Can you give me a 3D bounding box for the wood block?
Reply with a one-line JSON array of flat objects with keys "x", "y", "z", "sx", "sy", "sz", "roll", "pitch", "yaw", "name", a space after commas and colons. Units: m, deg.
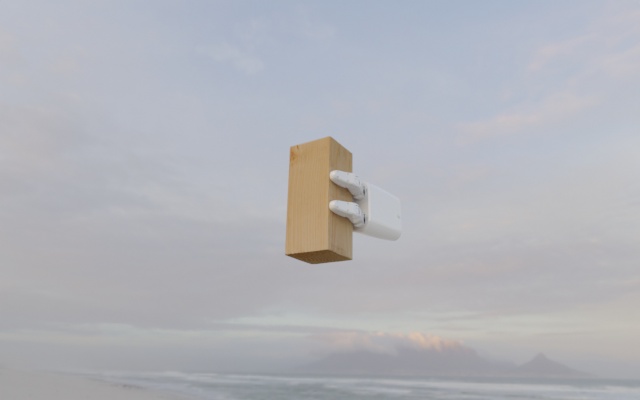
[{"x": 0.000, "y": 0.003, "z": 0.865, "sx": 0.091, "sy": 0.206, "sz": 0.090, "roll": -11, "pitch": -23, "yaw": 31, "name": "wood block"}]
